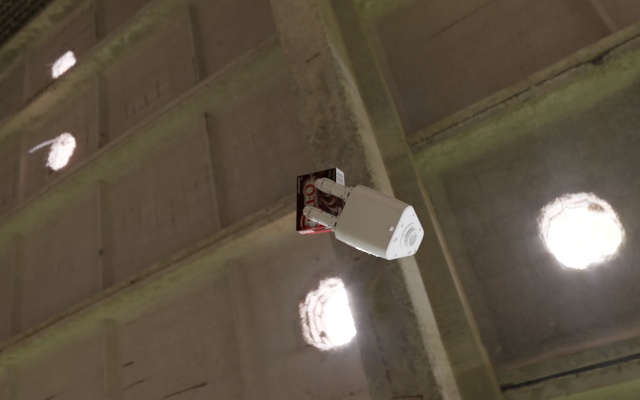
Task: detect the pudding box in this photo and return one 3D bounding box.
[{"bbox_3d":[0.000,0.003,0.889,0.090,0.113,0.039,-11,-22,30],"label":"pudding box"}]
